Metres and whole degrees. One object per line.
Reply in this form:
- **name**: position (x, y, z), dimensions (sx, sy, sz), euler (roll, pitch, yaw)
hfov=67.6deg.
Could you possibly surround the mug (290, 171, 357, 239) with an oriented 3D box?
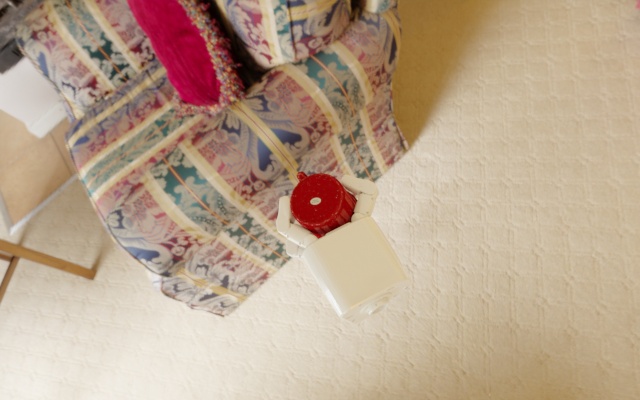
- **mug**: position (-0.001, 0.001, 0.702), dimensions (0.093, 0.117, 0.081), euler (-34, -27, 4)
